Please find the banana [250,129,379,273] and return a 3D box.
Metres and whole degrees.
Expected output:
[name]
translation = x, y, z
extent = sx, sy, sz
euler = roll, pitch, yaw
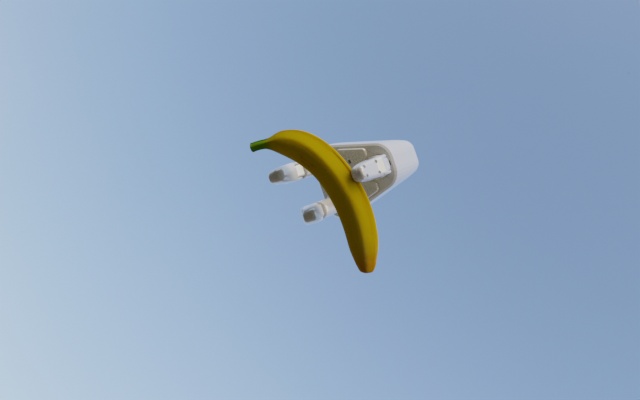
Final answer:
[banana]
translation = 0.010, -0.013, 0.524
extent = 0.070, 0.198, 0.037
euler = -46, -11, 24
